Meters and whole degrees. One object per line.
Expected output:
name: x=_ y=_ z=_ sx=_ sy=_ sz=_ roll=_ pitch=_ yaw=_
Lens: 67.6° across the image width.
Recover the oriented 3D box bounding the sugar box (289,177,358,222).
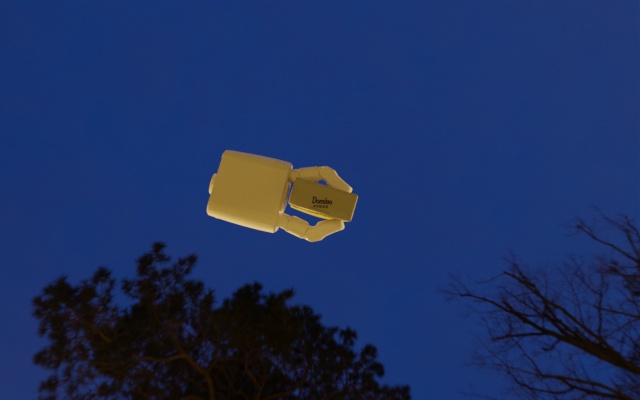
sugar box: x=0.000 y=0.003 z=0.746 sx=0.093 sy=0.048 sz=0.176 roll=16 pitch=-1 yaw=-1
